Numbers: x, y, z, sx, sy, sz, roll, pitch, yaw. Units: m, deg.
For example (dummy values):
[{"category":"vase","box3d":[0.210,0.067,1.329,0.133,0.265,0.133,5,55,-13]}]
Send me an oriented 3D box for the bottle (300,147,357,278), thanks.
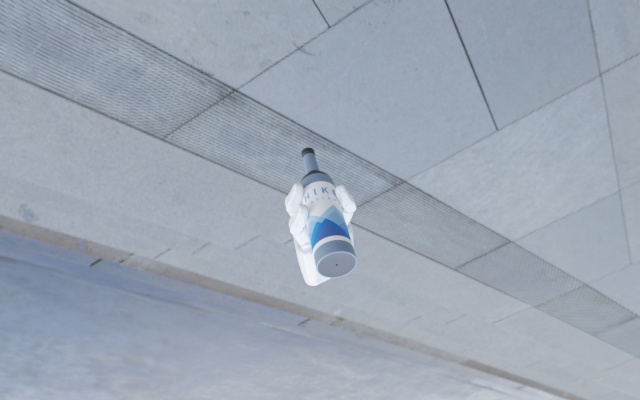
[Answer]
[{"category":"bottle","box3d":[0.000,0.003,0.861,0.069,0.069,0.295,0,43,-14]}]
